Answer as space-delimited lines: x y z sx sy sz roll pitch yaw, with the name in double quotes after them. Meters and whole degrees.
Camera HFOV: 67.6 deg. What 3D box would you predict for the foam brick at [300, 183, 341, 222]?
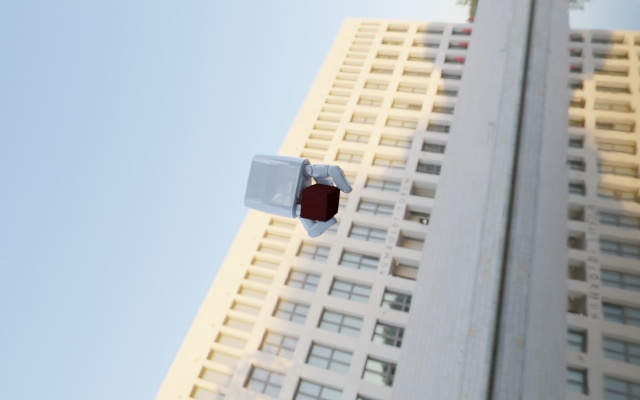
0.000 0.003 0.866 0.051 0.053 0.078 10 14 17 "foam brick"
